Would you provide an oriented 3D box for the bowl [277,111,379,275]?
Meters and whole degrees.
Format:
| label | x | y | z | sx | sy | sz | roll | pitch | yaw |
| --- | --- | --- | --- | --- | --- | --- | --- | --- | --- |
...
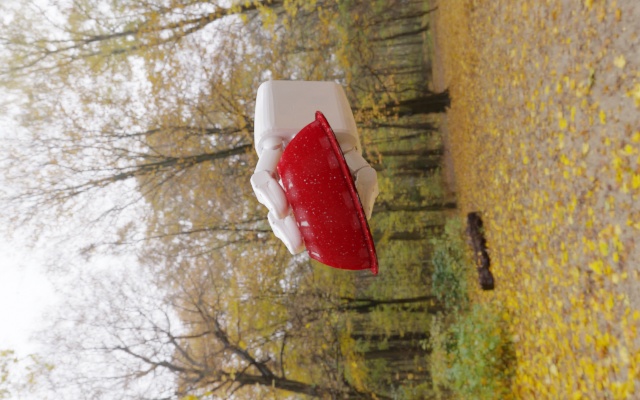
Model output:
| label | x | y | z | sx | sy | sz | roll | pitch | yaw |
| --- | --- | --- | --- | --- | --- | --- | --- | --- | --- |
| bowl | 0.000 | 0.002 | 0.446 | 0.055 | 0.162 | 0.162 | -20 | 1 | -3 |
